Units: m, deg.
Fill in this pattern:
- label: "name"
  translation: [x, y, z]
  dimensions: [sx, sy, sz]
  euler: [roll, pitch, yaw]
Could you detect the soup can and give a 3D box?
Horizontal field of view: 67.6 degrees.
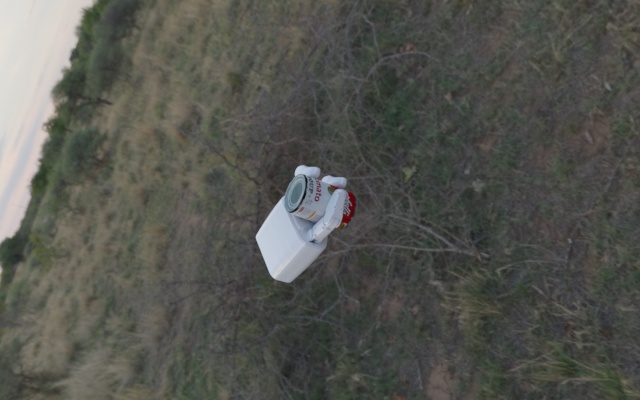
- label: "soup can"
  translation: [0.000, 0.002, 0.786]
  dimensions: [0.102, 0.068, 0.068]
  euler: [20, -10, -29]
